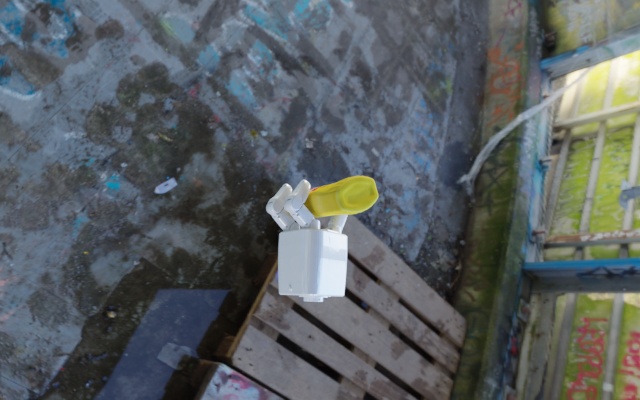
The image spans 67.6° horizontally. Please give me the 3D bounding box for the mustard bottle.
[{"bbox_3d":[0.000,0.002,0.816,0.096,0.058,0.191,-20,6,-40],"label":"mustard bottle"}]
